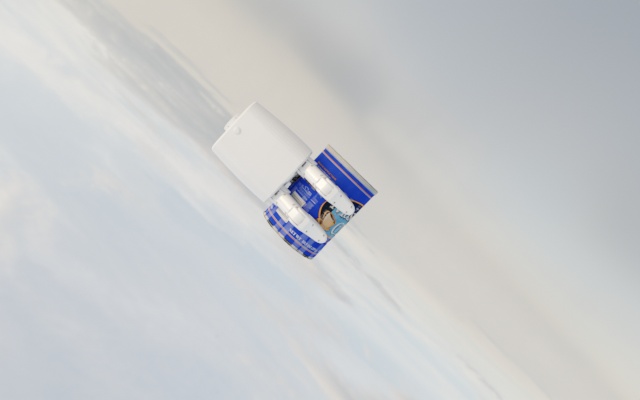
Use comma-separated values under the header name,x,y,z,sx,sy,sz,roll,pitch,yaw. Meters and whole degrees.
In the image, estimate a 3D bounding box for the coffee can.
name,x,y,z,sx,sy,sz,roll,pitch,yaw
coffee can,0.000,0.002,0.708,0.103,0.140,0.103,44,5,-5
